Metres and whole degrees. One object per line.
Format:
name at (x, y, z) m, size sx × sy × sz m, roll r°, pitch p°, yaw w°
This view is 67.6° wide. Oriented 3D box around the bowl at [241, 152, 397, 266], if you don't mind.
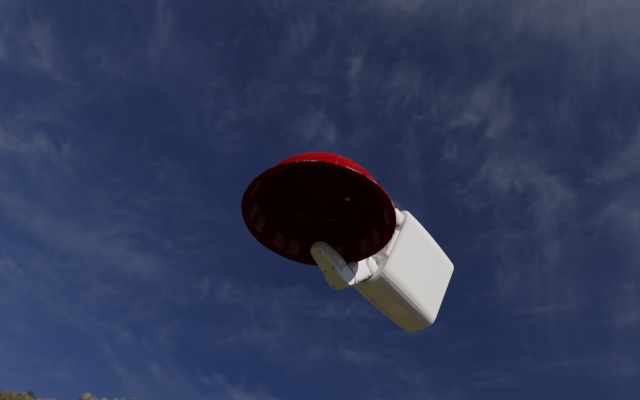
bowl at (-0.001, 0.000, 0.511) m, size 0.162 × 0.055 × 0.162 m, roll 4°, pitch -43°, yaw 4°
